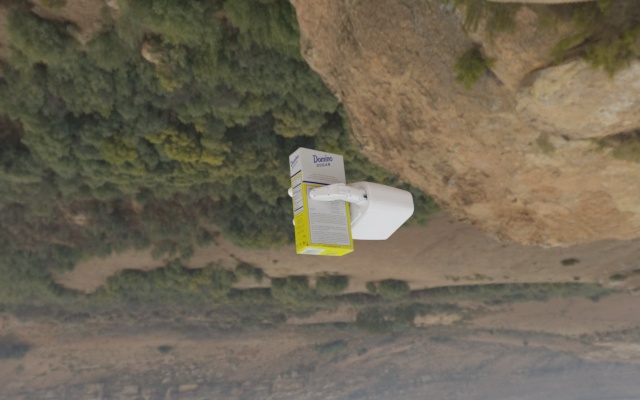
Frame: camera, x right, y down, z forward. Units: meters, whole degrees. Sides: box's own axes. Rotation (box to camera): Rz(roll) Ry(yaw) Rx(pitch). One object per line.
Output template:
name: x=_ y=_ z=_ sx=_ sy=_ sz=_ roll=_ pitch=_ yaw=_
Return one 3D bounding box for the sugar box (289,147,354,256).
sugar box: x=0.000 y=0.003 z=0.817 sx=0.093 sy=0.176 sz=0.048 roll=8 pitch=-25 yaw=-33
